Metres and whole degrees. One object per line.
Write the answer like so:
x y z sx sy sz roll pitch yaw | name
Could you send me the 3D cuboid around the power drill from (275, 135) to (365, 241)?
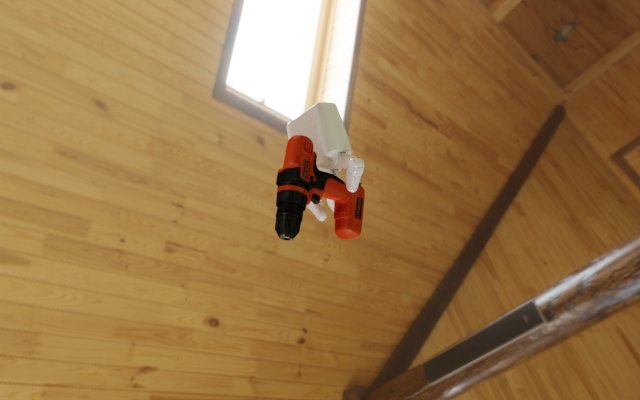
0.000 0.003 0.824 0.057 0.184 0.188 -10 -29 38 | power drill
